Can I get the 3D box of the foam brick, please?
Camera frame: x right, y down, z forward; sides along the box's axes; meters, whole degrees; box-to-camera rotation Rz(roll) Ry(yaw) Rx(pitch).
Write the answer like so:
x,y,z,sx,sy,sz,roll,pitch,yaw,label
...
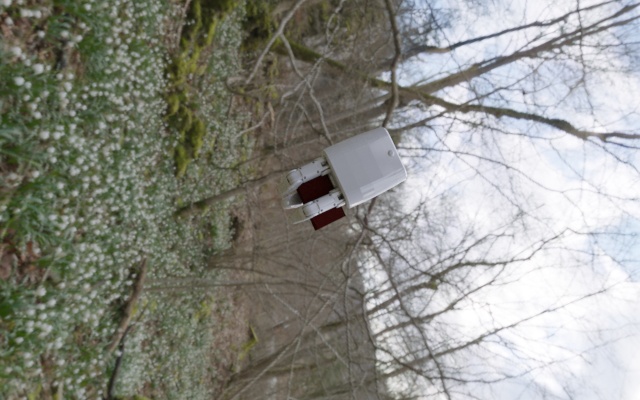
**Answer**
x,y,z,sx,sy,sz,roll,pitch,yaw,label
0.000,0.003,0.764,0.051,0.078,0.053,-24,-2,-7,foam brick
